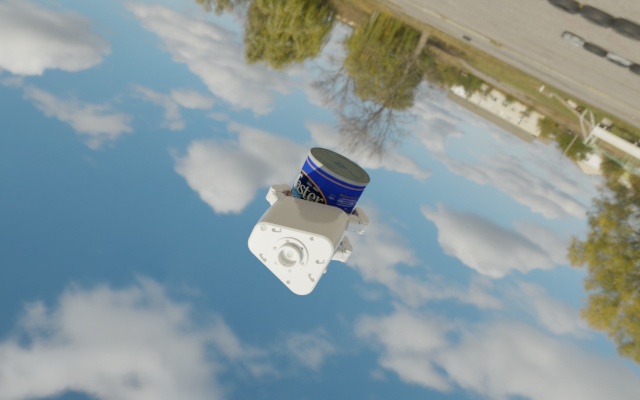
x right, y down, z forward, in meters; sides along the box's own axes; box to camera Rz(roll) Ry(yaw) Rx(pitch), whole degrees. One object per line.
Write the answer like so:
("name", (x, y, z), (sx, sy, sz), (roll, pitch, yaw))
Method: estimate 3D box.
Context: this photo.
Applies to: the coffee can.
("coffee can", (0.000, 0.002, 0.748), (0.103, 0.140, 0.102), (24, 21, -10))
